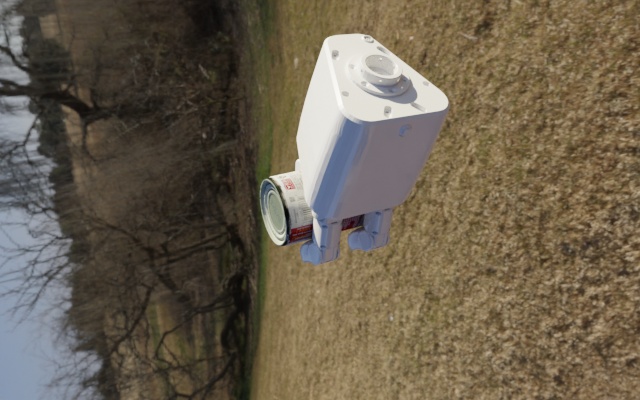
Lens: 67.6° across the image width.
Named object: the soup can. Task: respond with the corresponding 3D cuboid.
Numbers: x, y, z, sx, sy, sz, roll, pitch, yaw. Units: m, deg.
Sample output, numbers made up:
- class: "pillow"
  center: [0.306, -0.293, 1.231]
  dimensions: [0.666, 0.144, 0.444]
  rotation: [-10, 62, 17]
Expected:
- class: "soup can"
  center: [0.000, 0.002, 0.467]
  dimensions: [0.102, 0.068, 0.068]
  rotation: [-13, 5, -24]
